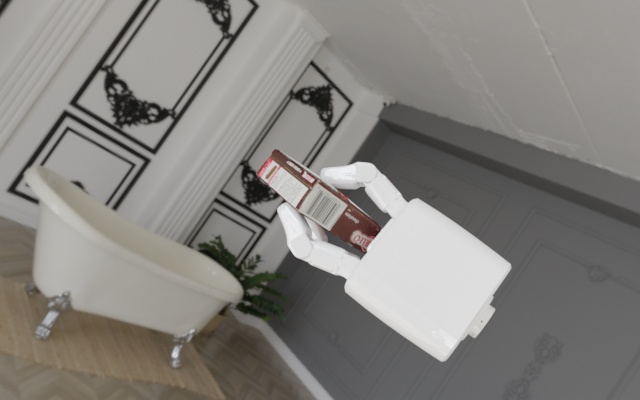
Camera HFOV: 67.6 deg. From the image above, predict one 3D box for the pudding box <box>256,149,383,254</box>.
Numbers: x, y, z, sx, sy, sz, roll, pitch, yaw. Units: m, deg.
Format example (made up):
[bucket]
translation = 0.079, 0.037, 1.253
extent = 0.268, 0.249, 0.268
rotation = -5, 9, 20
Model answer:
[pudding box]
translation = 0.000, 0.001, 0.489
extent = 0.113, 0.039, 0.090
rotation = 38, 0, -42
